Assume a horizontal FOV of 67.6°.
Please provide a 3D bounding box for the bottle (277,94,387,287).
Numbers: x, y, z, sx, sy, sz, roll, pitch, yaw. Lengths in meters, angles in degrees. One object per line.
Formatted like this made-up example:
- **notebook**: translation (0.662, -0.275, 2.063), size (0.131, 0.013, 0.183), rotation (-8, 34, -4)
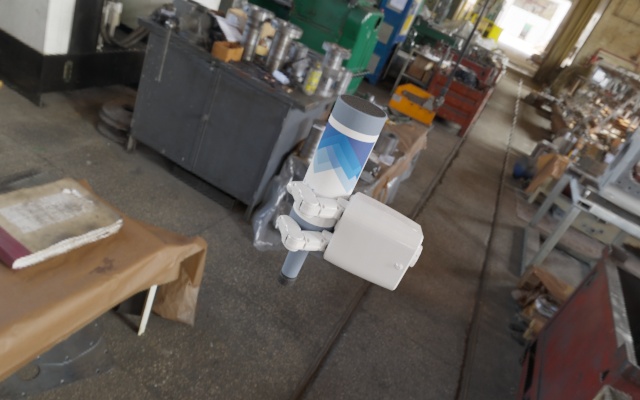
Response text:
- **bottle**: translation (0.000, 0.002, 0.661), size (0.069, 0.296, 0.069), rotation (19, 27, -10)
